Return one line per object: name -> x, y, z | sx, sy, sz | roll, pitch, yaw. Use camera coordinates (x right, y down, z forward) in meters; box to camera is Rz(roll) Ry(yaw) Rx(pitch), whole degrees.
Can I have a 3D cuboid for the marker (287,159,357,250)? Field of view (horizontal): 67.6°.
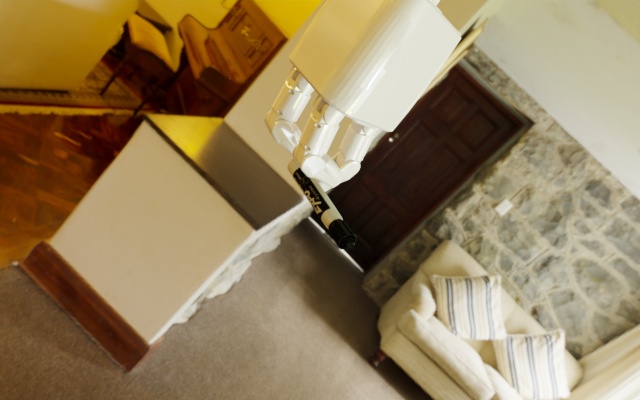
marker -> 0.000, 0.002, 0.453 | 0.020, 0.020, 0.121 | 0, 40, -34
